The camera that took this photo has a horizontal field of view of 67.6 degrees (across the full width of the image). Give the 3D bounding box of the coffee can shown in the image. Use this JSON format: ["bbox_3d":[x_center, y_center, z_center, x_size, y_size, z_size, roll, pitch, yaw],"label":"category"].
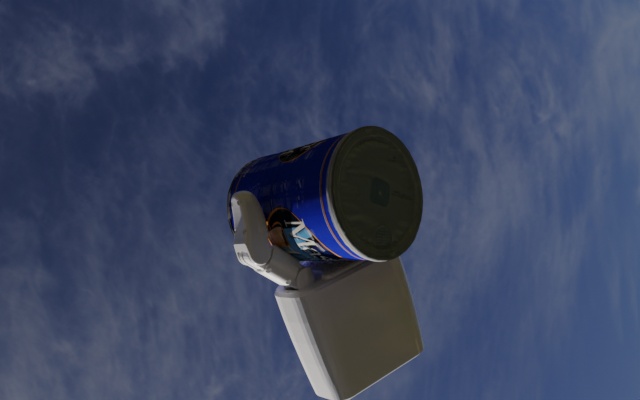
[{"bbox_3d":[0.000,0.001,0.410,0.103,0.103,0.140,0,-6,-42],"label":"coffee can"}]
